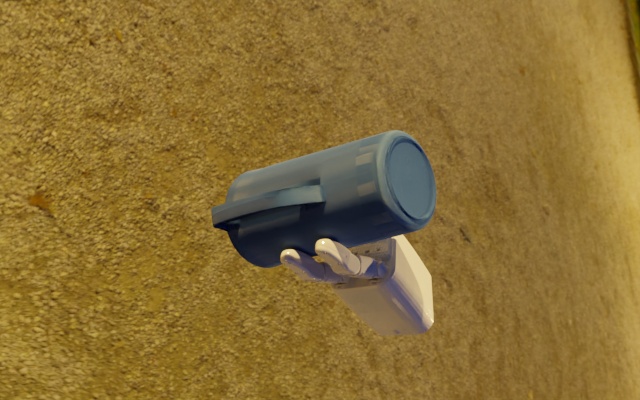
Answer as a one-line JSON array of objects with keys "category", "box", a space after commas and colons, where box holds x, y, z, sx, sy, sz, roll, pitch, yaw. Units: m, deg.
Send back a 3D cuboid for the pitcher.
[{"category": "pitcher", "box": [0.000, 0.002, 0.559, 0.243, 0.145, 0.149, -16, 33, 41]}]
